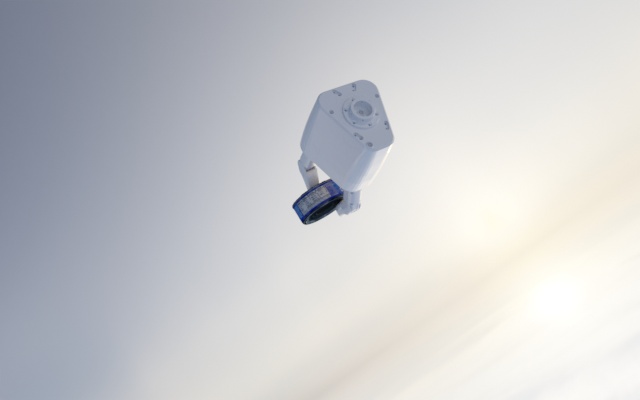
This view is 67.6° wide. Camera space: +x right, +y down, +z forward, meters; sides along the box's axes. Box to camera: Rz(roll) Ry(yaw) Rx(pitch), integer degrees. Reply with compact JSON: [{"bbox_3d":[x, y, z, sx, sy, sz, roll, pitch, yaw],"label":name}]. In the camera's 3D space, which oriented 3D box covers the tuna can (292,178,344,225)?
[{"bbox_3d":[0.000,0.003,0.747,0.086,0.033,0.086,-31,-13,-8],"label":"tuna can"}]
